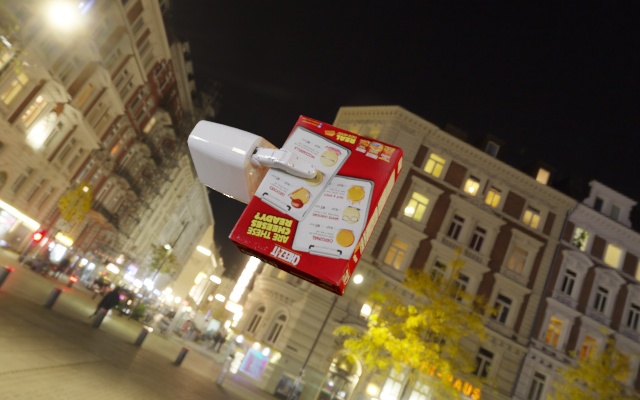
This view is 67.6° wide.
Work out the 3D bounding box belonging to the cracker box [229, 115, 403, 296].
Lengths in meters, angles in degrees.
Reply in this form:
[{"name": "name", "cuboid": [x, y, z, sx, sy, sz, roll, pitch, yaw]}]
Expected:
[{"name": "cracker box", "cuboid": [0.000, 0.002, 0.670, 0.164, 0.213, 0.072, 21, -20, 18]}]
